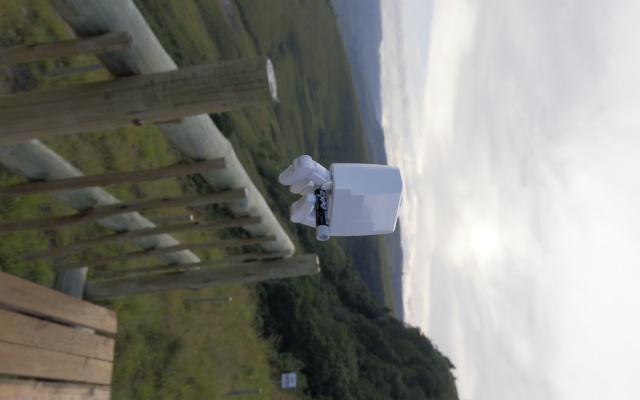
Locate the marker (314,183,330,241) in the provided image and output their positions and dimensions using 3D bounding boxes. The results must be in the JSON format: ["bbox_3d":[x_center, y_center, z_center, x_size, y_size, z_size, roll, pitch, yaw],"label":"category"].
[{"bbox_3d":[0.000,0.002,0.699,0.020,0.121,0.020,-3,-34,-2],"label":"marker"}]
